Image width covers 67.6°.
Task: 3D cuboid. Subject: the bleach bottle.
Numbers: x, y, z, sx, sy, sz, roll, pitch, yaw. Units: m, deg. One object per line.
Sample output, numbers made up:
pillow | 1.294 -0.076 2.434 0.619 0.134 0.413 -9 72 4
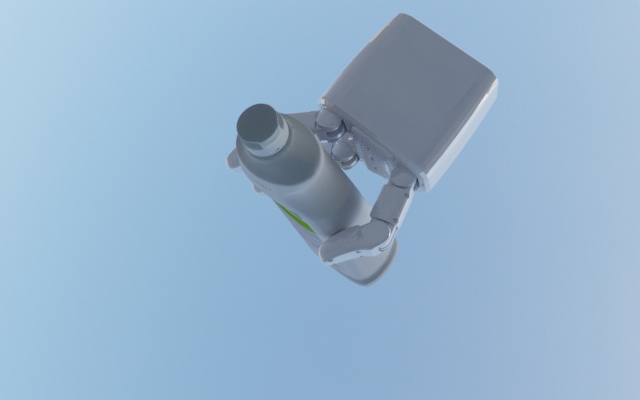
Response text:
bleach bottle | 0.000 0.001 0.407 0.102 0.068 0.251 33 -9 25
